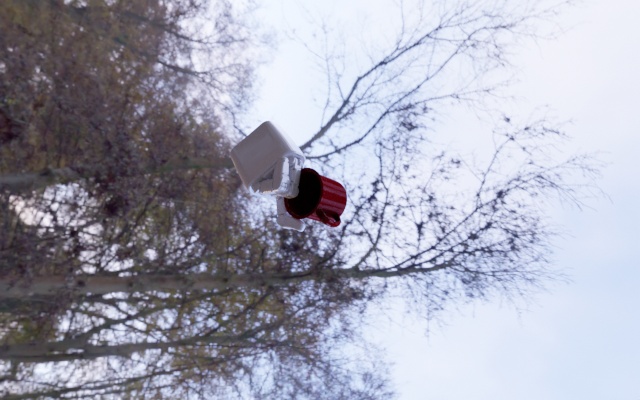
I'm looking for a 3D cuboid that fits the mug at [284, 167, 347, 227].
[{"bbox_3d":[0.001,0.004,0.858,0.081,0.093,0.117,17,30,-48],"label":"mug"}]
